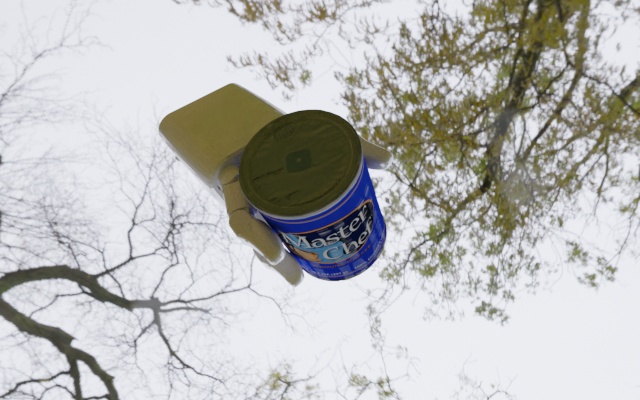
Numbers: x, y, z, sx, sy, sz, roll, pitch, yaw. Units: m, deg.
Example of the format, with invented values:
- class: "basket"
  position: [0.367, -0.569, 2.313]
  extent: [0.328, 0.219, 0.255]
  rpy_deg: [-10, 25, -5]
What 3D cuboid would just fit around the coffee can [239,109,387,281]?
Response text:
- class: "coffee can"
  position: [0.000, 0.001, 0.436]
  extent: [0.103, 0.102, 0.140]
  rpy_deg: [0, -30, 17]
